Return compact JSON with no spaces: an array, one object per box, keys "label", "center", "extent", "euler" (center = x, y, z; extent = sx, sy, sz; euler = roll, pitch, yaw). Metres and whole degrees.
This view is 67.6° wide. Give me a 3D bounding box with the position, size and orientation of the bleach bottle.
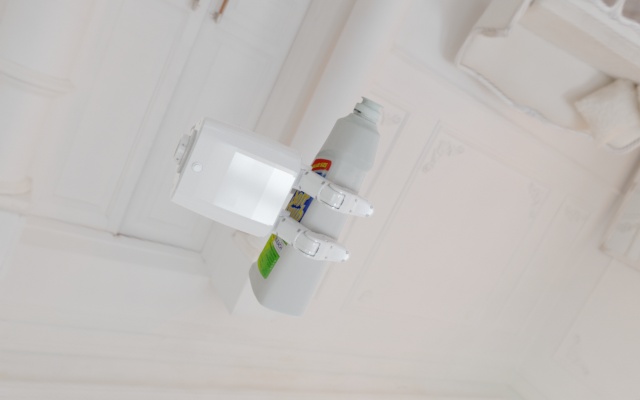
[{"label":"bleach bottle","center":[0.000,0.002,0.545],"extent":[0.068,0.251,0.102],"euler":[22,11,-20]}]
